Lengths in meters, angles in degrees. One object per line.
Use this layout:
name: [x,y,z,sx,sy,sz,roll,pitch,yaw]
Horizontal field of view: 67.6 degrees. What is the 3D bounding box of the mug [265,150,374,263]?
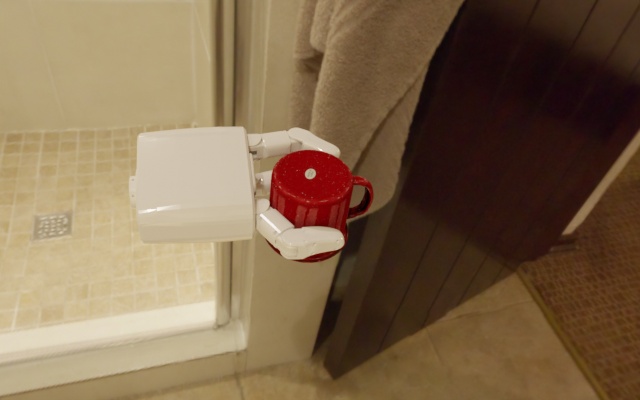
mug: [0.002,0.001,0.493,0.117,0.082,0.093,-6,46,-15]
